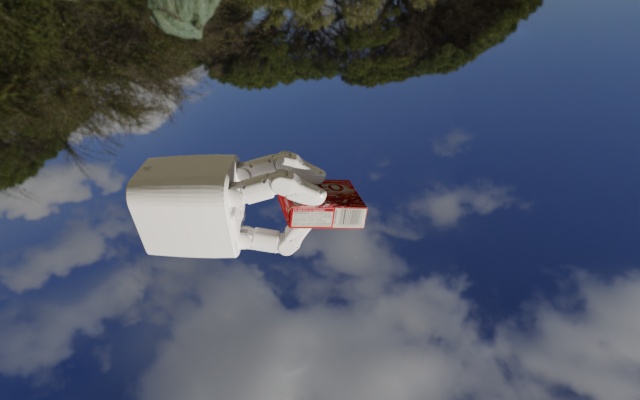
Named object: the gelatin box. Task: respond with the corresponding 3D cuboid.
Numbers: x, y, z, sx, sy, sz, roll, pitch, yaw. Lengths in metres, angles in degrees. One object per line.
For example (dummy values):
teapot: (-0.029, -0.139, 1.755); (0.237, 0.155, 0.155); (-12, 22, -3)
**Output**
gelatin box: (0.000, 0.002, 0.543); (0.089, 0.030, 0.073); (1, 27, -15)
